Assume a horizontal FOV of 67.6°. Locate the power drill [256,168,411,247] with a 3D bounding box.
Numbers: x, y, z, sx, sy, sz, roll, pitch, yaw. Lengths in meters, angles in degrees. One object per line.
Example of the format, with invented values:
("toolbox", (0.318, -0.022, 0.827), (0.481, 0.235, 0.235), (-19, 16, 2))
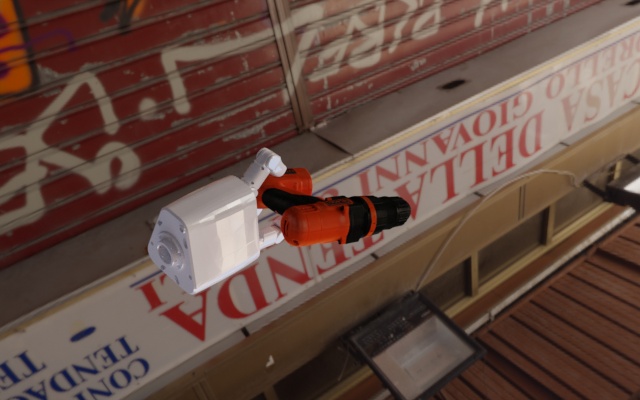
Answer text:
("power drill", (0.000, 0.002, 0.632), (0.184, 0.057, 0.187), (-5, 17, -34))
